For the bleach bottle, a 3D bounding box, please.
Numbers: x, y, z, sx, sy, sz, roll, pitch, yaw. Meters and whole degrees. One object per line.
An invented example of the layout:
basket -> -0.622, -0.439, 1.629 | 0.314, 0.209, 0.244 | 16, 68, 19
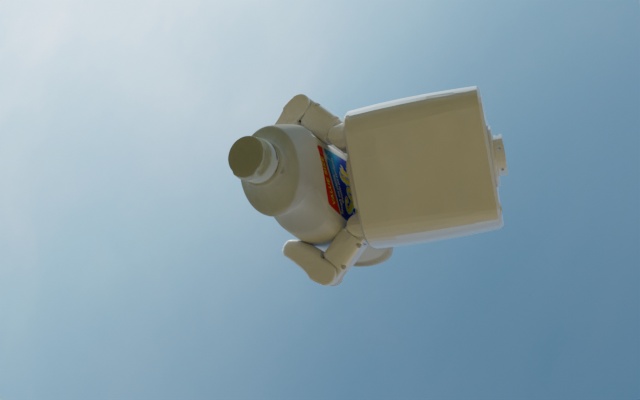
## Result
bleach bottle -> 0.000, 0.001, 0.428 | 0.068, 0.102, 0.251 | -9, -14, 22
